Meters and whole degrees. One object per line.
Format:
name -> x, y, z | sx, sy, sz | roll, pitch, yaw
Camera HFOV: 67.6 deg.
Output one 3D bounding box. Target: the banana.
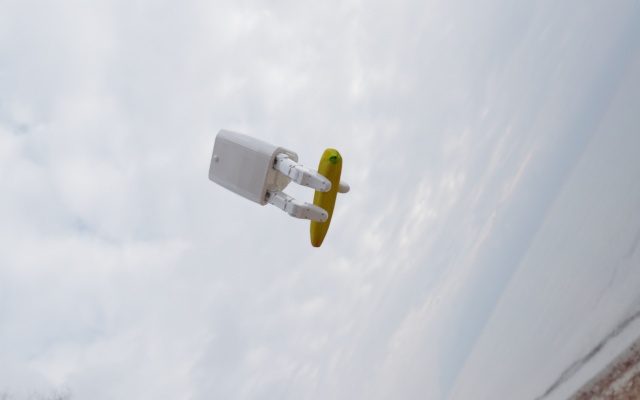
banana -> 0.006, -0.012, 0.747 | 0.037, 0.198, 0.069 | 17, 44, 9
